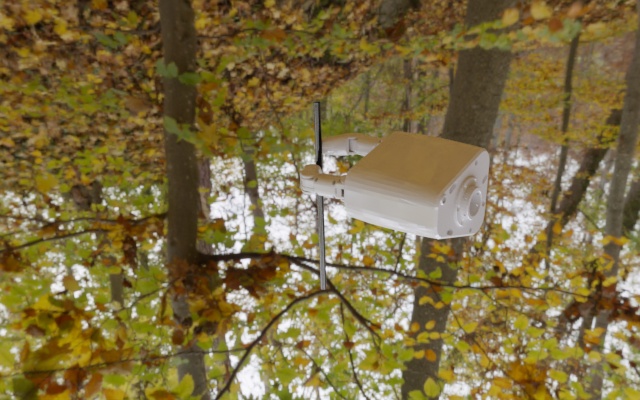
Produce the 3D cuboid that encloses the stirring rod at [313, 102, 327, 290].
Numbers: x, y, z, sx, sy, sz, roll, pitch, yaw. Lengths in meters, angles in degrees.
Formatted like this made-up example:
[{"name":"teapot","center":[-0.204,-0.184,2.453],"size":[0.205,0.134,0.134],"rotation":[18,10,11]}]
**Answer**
[{"name":"stirring rod","center":[0.000,0.002,0.580],"size":[0.011,0.240,0.011],"rotation":[-2,21,1]}]
